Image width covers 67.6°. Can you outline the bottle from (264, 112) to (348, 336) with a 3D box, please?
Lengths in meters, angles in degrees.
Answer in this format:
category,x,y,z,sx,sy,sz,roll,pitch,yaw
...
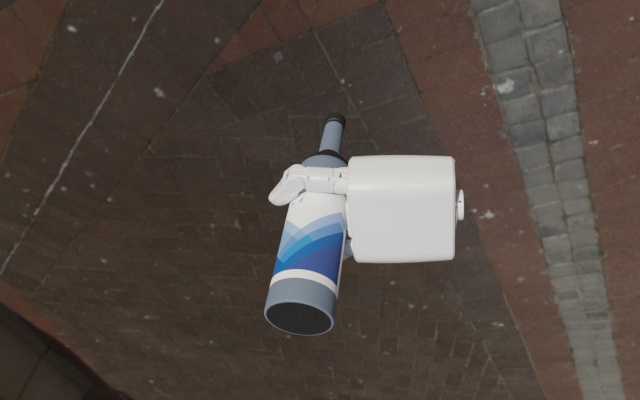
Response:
category,x,y,z,sx,sy,sz,roll,pitch,yaw
bottle,0.000,0.002,0.541,0.069,0.295,0.069,6,-41,5
